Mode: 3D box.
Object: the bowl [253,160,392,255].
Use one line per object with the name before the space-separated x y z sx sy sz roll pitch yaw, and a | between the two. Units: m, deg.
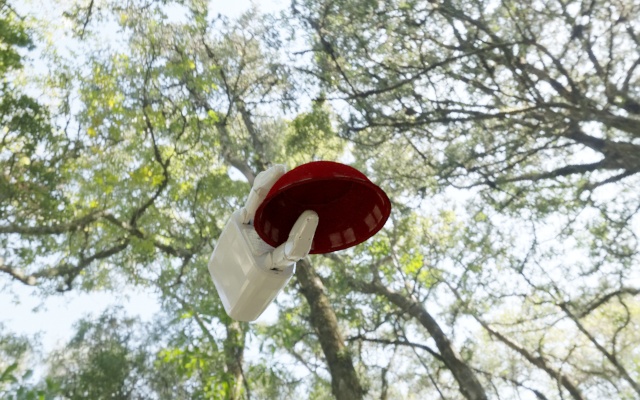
bowl | 0.001 0.001 0.571 0.162 0.055 0.162 -5 -35 -4
